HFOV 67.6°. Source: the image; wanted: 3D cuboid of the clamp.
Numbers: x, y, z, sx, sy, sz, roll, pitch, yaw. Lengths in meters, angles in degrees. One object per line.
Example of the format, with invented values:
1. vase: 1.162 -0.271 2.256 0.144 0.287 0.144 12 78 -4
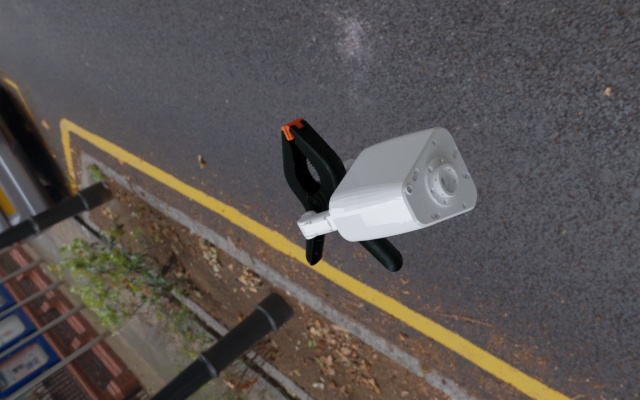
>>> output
1. clamp: -0.001 0.002 0.600 0.036 0.210 0.164 -36 13 -38
